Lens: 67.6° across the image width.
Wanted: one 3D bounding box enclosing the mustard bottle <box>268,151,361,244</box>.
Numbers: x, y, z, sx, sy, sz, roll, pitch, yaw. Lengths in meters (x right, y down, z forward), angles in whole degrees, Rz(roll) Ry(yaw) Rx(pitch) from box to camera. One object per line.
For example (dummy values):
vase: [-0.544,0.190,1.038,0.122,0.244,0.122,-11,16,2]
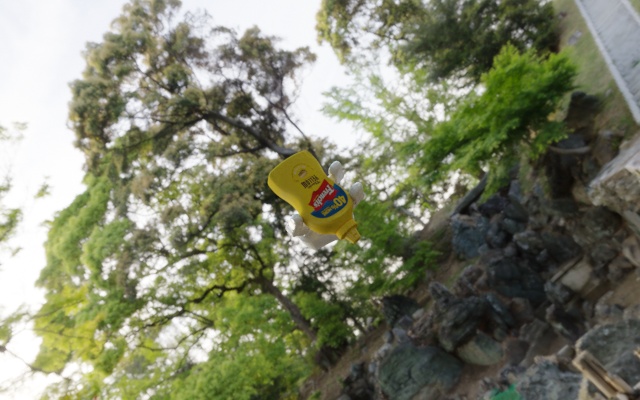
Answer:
mustard bottle: [0.000,0.002,0.848,0.096,0.191,0.058,-35,-18,-28]
